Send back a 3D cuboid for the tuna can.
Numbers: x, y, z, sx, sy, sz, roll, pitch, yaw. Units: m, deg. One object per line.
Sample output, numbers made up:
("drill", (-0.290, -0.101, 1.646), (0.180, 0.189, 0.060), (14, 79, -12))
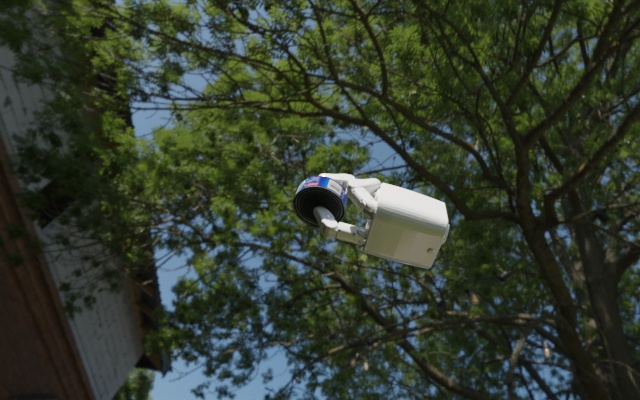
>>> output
("tuna can", (0.000, 0.002, 0.774), (0.086, 0.086, 0.033), (0, 38, 15))
